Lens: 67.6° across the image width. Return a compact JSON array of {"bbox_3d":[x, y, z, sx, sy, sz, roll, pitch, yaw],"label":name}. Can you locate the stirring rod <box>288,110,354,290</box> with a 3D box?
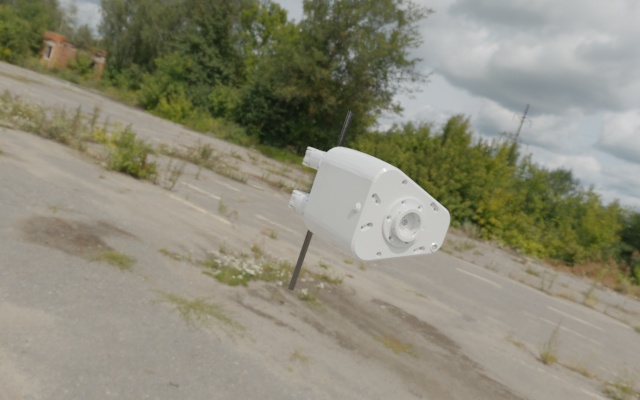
[{"bbox_3d":[0.000,0.002,0.609,0.011,0.239,0.011,19,6,-2],"label":"stirring rod"}]
